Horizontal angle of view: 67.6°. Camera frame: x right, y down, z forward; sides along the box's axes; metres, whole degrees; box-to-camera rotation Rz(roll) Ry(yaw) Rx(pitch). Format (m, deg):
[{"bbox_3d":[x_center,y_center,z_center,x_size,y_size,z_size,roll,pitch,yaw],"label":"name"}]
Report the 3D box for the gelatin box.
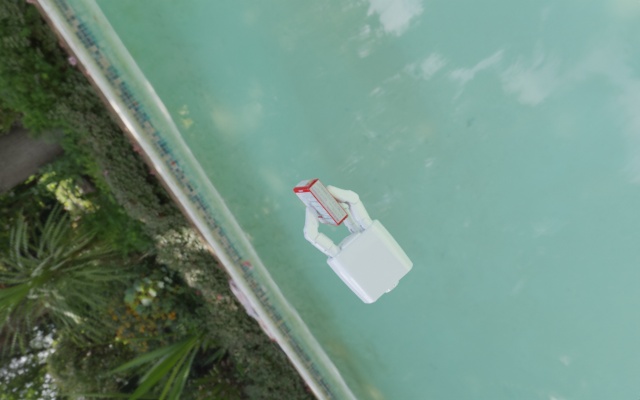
[{"bbox_3d":[0.000,0.003,0.845,0.030,0.089,0.073,-46,16,-17],"label":"gelatin box"}]
